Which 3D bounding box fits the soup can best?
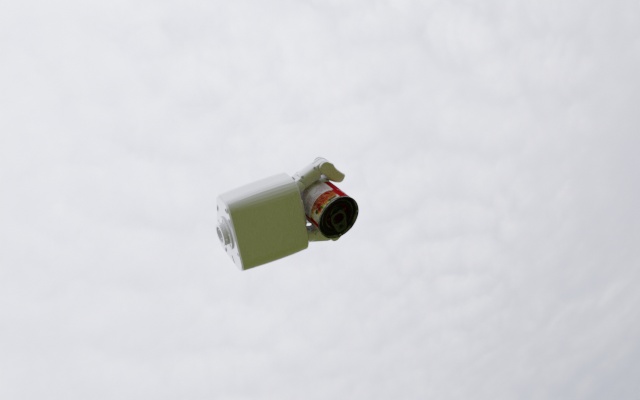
[{"bbox_3d":[0.000,0.002,0.709,0.068,0.068,0.102,0,27,-36],"label":"soup can"}]
